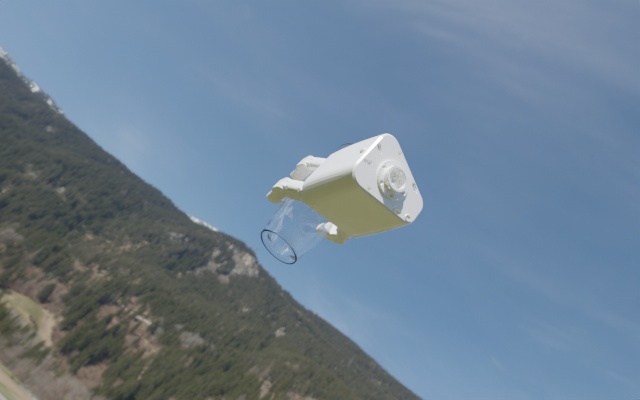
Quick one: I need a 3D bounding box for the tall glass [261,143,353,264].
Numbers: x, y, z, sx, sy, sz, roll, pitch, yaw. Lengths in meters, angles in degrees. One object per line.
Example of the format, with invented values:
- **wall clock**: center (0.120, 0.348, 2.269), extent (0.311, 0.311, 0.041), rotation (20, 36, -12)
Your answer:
- **tall glass**: center (0.000, 0.002, 0.695), extent (0.079, 0.079, 0.201), rotation (0, 38, 47)
